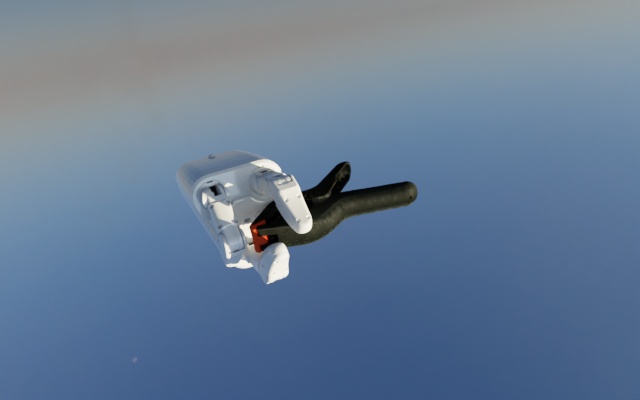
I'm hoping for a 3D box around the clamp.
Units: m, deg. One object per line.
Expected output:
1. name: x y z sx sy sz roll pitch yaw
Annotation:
1. clamp: 0.000 0.002 0.497 0.171 0.039 0.120 -18 21 -22
